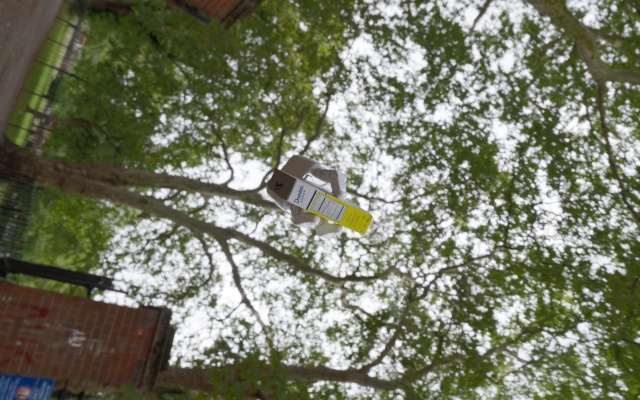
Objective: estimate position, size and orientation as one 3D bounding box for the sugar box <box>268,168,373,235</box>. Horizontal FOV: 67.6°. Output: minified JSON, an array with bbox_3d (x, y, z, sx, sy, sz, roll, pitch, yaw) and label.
[{"bbox_3d":[0.000,0.003,0.843,0.176,0.048,0.093,22,5,-31],"label":"sugar box"}]
